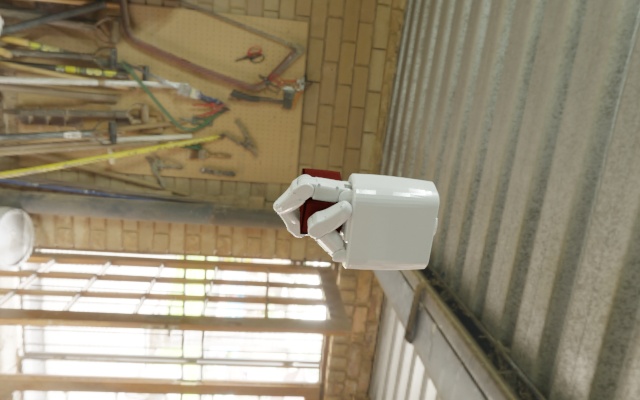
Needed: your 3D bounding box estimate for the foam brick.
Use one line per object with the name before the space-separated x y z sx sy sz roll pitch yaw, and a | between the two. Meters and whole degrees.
foam brick | 0.000 0.002 0.615 0.051 0.053 0.078 3 37 -6
